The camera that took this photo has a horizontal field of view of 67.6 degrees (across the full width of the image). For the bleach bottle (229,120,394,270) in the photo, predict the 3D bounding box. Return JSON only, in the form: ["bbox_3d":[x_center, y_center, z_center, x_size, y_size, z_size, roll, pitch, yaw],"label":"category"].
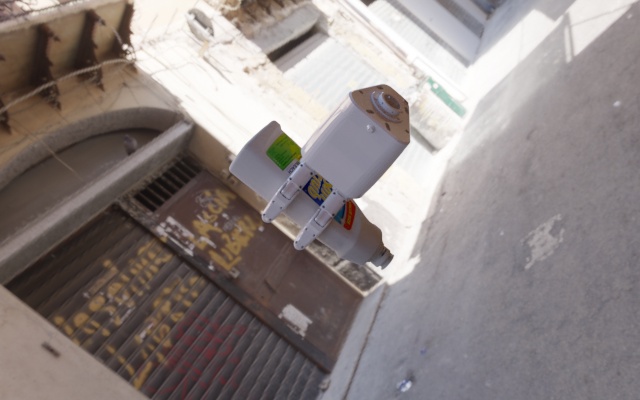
[{"bbox_3d":[0.000,0.002,0.663,0.068,0.251,0.102,-48,5,39],"label":"bleach bottle"}]
